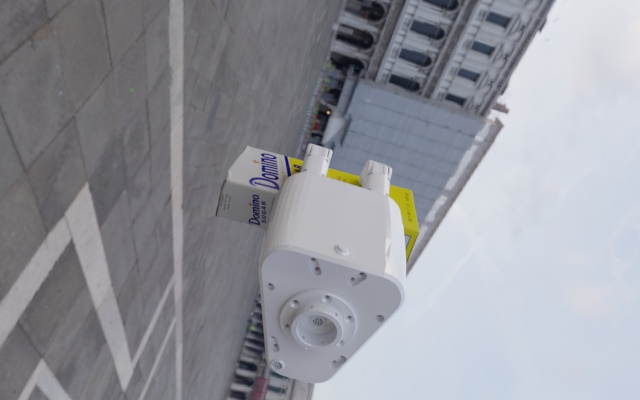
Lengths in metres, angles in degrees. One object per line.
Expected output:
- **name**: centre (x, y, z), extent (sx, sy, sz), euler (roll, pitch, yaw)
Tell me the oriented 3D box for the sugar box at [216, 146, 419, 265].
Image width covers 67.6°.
- **sugar box**: centre (0.000, 0.001, 0.454), extent (0.176, 0.048, 0.093), euler (17, 25, -3)
